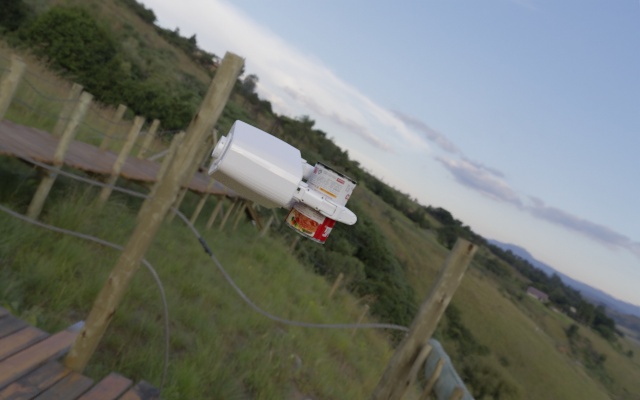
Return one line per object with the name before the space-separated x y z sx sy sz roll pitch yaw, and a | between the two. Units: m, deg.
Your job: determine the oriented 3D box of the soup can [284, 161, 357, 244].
soup can | 0.001 0.002 0.699 0.068 0.102 0.068 29 4 -2
